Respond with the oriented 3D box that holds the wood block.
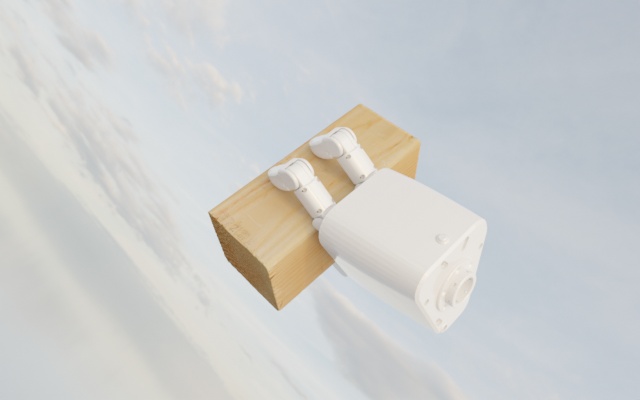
[{"bbox_3d":[0.000,0.002,0.497,0.206,0.091,0.090,-38,59,-24],"label":"wood block"}]
